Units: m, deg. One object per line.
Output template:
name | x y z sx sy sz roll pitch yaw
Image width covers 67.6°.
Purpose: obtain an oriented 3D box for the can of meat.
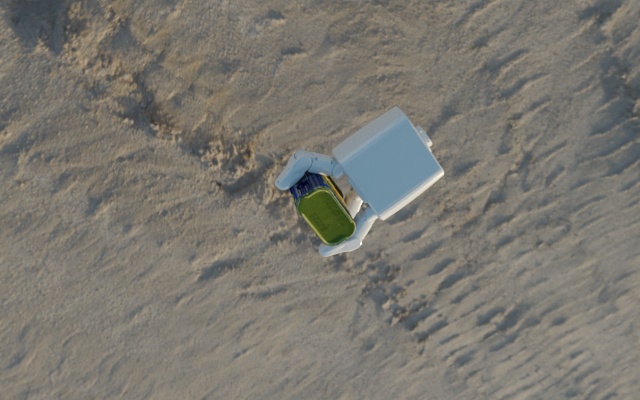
can of meat | 0.000 0.002 0.654 0.057 0.102 0.084 -34 34 7
